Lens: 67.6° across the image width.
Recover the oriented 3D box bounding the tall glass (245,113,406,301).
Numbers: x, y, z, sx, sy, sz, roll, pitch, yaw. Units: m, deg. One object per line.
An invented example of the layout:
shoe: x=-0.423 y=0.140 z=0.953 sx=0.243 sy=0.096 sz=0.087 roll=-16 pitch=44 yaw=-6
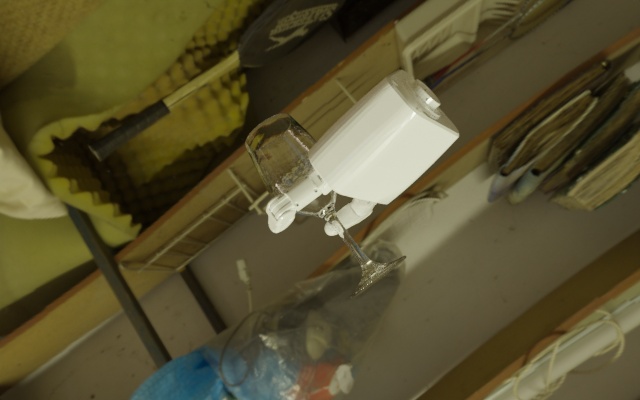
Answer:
tall glass: x=0.000 y=0.002 z=0.506 sx=0.079 sy=0.201 sz=0.079 roll=-35 pitch=-14 yaw=-10
